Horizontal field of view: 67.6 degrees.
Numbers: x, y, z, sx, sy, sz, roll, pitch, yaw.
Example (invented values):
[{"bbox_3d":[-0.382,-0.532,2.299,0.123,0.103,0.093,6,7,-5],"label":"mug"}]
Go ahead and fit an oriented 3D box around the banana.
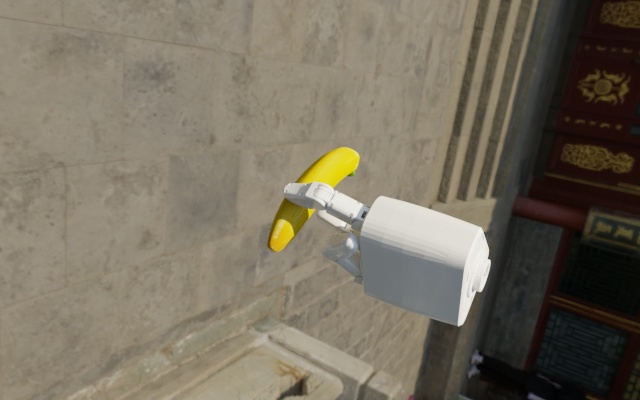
[{"bbox_3d":[0.001,-0.016,0.565,0.037,0.070,0.197,17,37,27],"label":"banana"}]
